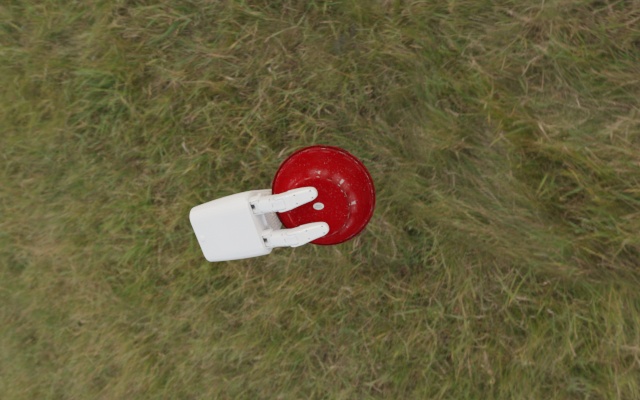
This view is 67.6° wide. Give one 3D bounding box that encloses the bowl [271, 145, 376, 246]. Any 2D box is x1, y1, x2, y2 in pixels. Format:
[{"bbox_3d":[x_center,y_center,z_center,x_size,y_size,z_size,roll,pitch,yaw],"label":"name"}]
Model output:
[{"bbox_3d":[0.001,0.002,0.705,0.162,0.162,0.055,0,18,9],"label":"bowl"}]
